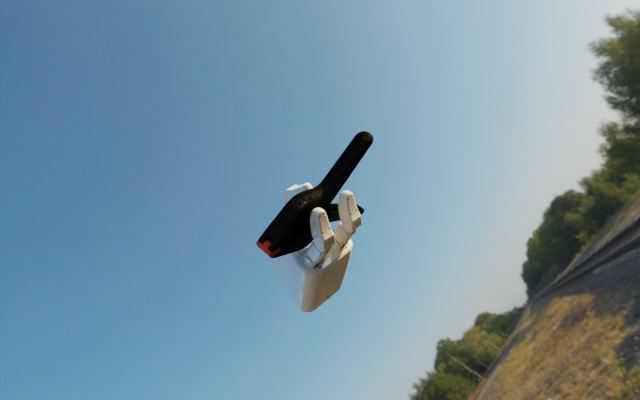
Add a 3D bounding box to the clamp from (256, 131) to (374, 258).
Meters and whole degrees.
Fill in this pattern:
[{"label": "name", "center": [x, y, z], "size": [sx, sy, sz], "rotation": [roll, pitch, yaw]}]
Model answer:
[{"label": "clamp", "center": [-0.001, 0.002, 0.658], "size": [0.036, 0.165, 0.210], "rotation": [35, 49, 28]}]
